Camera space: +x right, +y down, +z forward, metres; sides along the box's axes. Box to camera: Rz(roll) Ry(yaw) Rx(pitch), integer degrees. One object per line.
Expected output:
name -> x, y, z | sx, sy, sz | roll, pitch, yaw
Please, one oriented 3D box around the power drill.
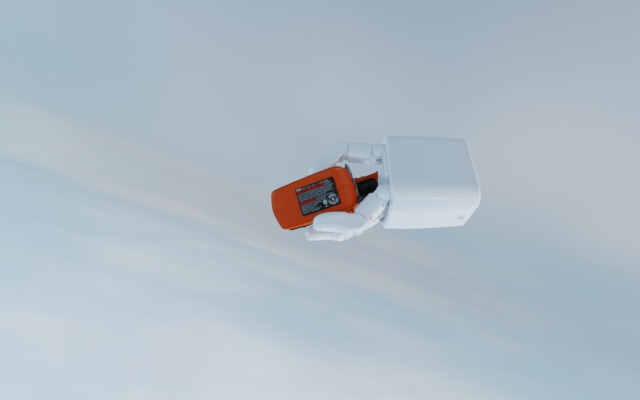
power drill -> 0.000, 0.002, 0.660 | 0.184, 0.057, 0.187 | -21, -5, 15
